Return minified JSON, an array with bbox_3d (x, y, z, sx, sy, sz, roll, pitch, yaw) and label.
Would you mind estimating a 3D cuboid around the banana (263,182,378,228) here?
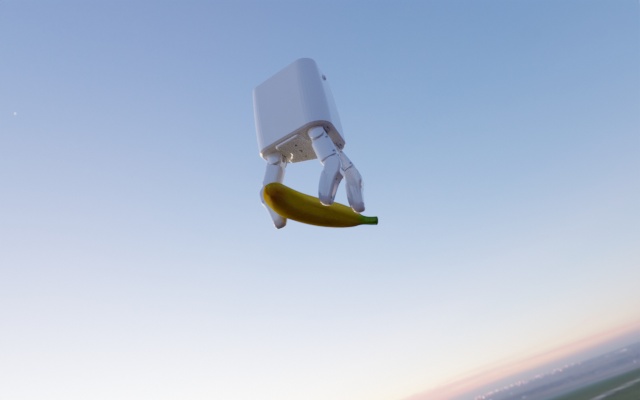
[{"bbox_3d":[-0.011,0.007,0.613,0.069,0.037,0.198,-19,-23,40],"label":"banana"}]
